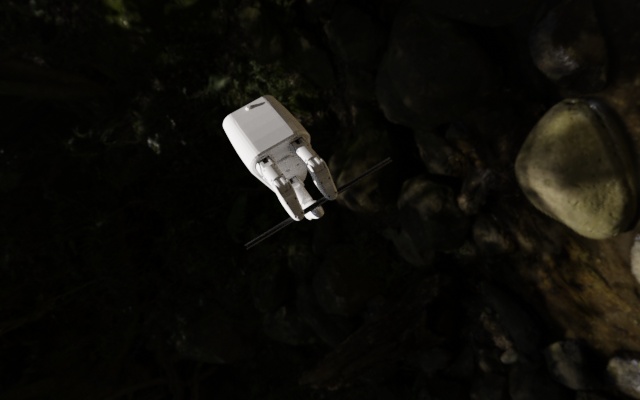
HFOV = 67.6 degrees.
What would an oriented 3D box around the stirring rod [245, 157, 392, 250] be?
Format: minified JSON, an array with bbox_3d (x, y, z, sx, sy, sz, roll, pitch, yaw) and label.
[{"bbox_3d":[0.000,0.002,0.667,0.239,0.011,0.011,-31,6,-11],"label":"stirring rod"}]
